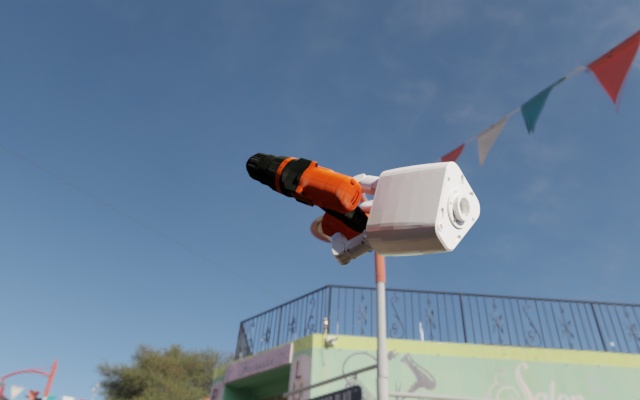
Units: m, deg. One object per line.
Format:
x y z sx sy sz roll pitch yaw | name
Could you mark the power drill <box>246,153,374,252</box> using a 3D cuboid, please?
0.001 0.002 0.682 0.184 0.057 0.188 21 -12 36 | power drill
